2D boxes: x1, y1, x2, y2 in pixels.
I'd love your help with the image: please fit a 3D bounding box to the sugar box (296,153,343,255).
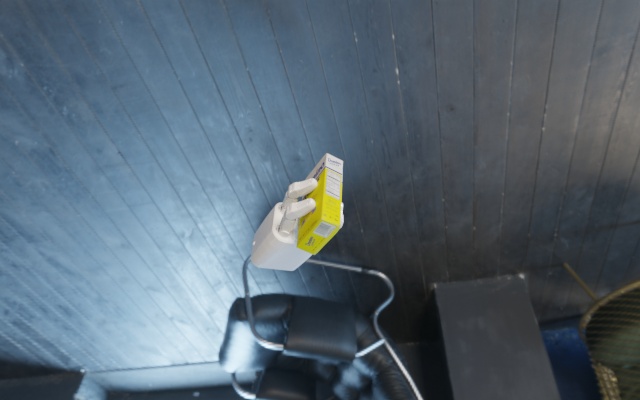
[{"bbox_3d":[0.000,0.003,0.886,0.048,0.176,0.093,23,-49,-21],"label":"sugar box"}]
